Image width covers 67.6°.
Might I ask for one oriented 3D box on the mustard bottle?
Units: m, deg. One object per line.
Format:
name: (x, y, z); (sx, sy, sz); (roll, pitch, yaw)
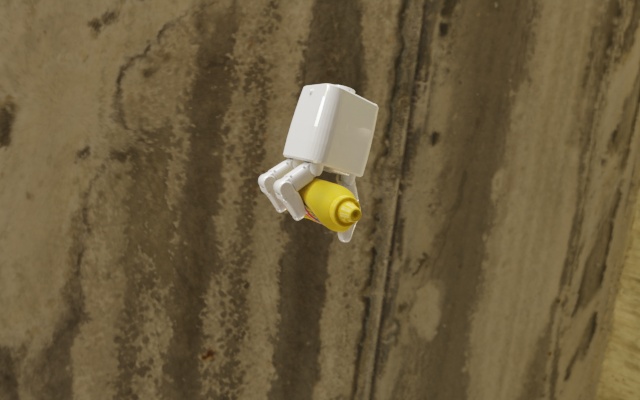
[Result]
mustard bottle: (0.000, 0.002, 0.679); (0.096, 0.058, 0.191); (42, -11, -28)
